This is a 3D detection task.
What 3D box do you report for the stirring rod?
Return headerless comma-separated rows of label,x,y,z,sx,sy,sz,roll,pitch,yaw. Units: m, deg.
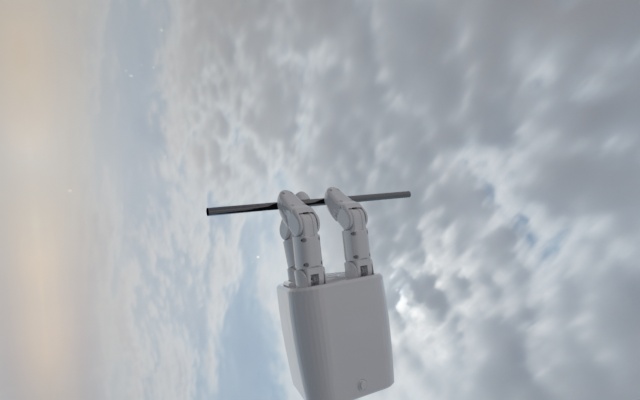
stirring rod,0.000,0.002,0.495,0.239,0.011,0.011,-5,2,-31
